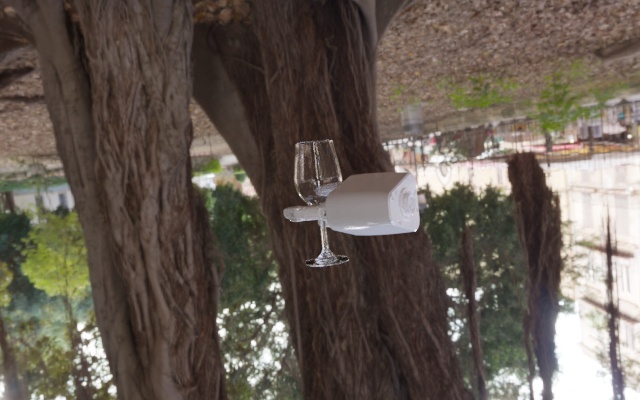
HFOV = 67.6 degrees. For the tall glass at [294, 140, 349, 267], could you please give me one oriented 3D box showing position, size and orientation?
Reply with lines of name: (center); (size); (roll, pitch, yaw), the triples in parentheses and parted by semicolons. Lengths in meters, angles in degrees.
tall glass: (0.000, 0.003, 0.788); (0.079, 0.201, 0.079); (-7, 4, 0)
